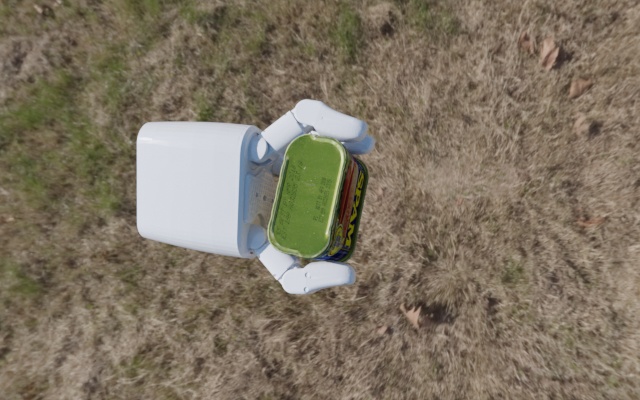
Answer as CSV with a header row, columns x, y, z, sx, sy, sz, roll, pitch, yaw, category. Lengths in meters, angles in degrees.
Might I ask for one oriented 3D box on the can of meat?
x,y,z,sx,sy,sz,roll,pitch,yaw,category
0.000,0.001,0.404,0.057,0.102,0.084,10,-5,17,can of meat
